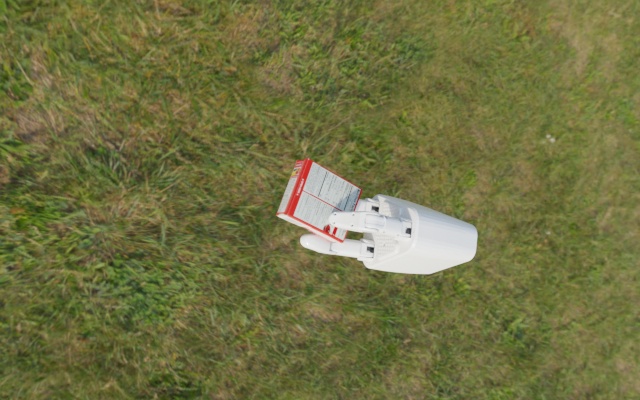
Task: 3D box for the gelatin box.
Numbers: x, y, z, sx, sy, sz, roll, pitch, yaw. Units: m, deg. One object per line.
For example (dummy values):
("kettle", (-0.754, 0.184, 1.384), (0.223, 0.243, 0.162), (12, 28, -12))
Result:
("gelatin box", (0.000, 0.002, 0.571), (0.089, 0.073, 0.030), (28, -16, -30))
